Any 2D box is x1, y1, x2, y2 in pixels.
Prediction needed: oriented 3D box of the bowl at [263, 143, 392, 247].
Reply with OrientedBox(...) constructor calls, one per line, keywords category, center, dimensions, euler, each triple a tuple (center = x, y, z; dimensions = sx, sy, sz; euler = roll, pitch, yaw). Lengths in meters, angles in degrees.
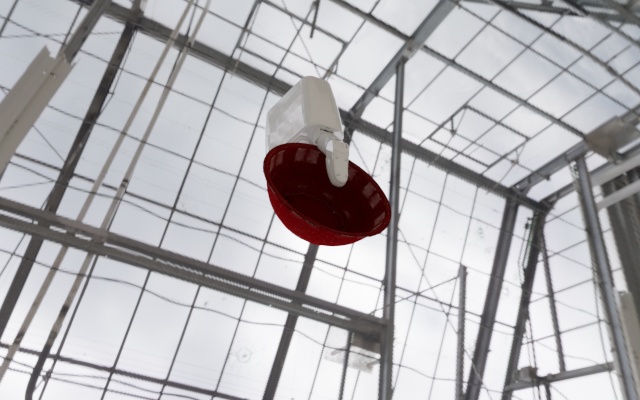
OrientedBox(category="bowl", center=(0.000, 0.003, 0.560), dimensions=(0.162, 0.055, 0.162), euler=(20, 34, -14))
